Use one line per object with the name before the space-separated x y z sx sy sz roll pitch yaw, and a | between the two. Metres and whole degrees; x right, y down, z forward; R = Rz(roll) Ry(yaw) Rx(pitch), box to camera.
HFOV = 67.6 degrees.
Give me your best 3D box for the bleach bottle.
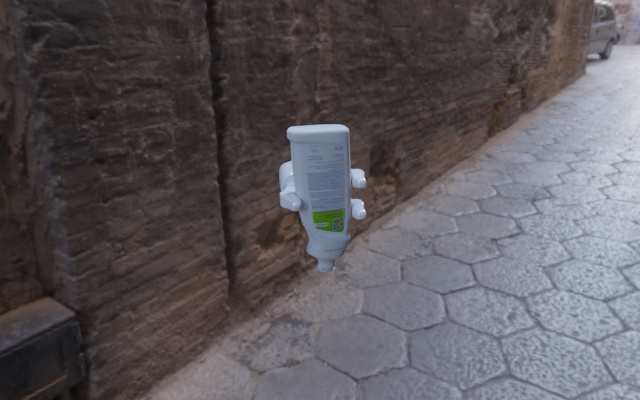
bleach bottle | 0.000 0.003 0.803 0.102 0.251 0.068 -4 19 -8
